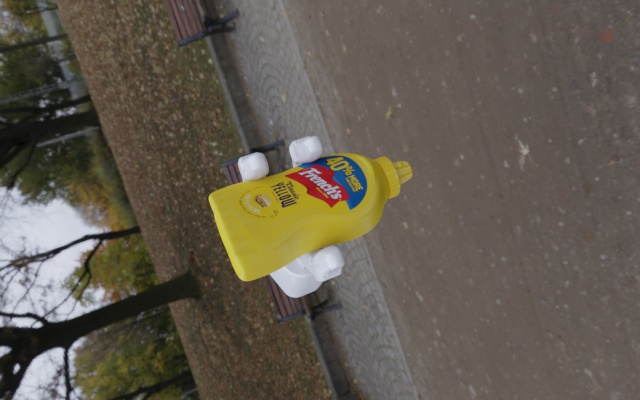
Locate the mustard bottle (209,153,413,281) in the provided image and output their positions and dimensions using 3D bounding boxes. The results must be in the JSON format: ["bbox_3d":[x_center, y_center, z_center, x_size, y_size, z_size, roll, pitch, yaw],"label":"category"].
[{"bbox_3d":[0.000,0.001,0.448,0.191,0.058,0.096,-20,44,-15],"label":"mustard bottle"}]
